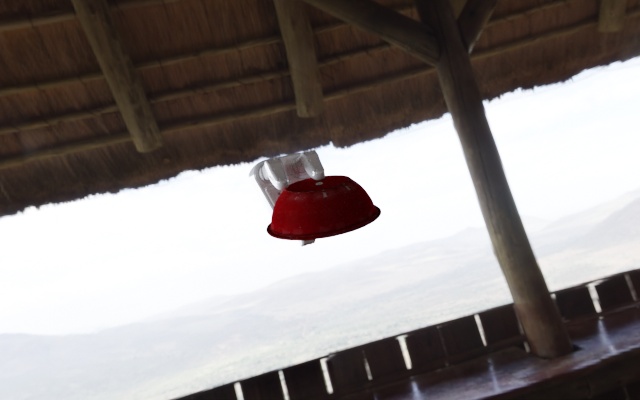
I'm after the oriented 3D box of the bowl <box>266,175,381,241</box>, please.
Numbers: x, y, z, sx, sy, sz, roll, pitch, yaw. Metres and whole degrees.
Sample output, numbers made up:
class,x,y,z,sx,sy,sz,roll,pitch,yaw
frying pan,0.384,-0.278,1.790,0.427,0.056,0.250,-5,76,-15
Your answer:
class,x,y,z,sx,sy,sz,roll,pitch,yaw
bowl,0.001,0.002,0.655,0.162,0.055,0.162,-9,14,2
